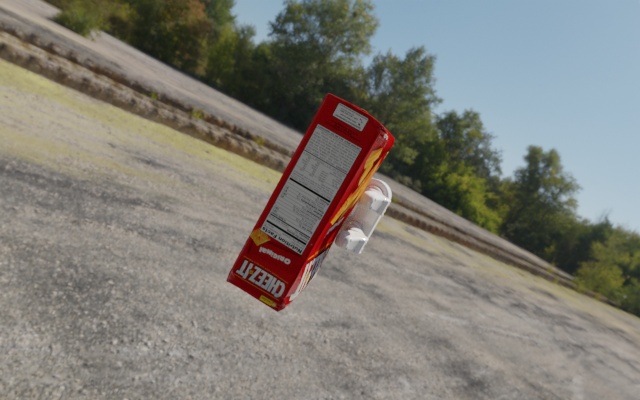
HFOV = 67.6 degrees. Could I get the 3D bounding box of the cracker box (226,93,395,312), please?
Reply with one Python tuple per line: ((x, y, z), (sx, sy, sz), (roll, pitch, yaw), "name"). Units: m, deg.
((0.000, 0.002, 0.534), (0.072, 0.214, 0.164), (30, 8, 9), "cracker box")
